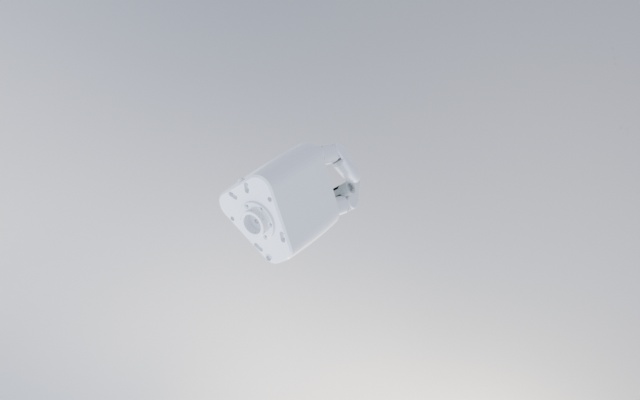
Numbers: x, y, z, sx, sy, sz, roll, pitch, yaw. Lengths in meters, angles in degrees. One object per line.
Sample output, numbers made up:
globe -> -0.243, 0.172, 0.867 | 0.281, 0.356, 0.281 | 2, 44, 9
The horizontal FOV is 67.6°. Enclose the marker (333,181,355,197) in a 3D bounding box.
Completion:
marker -> 0.000, 0.002, 0.684 | 0.020, 0.020, 0.121 | 0, -20, -46
